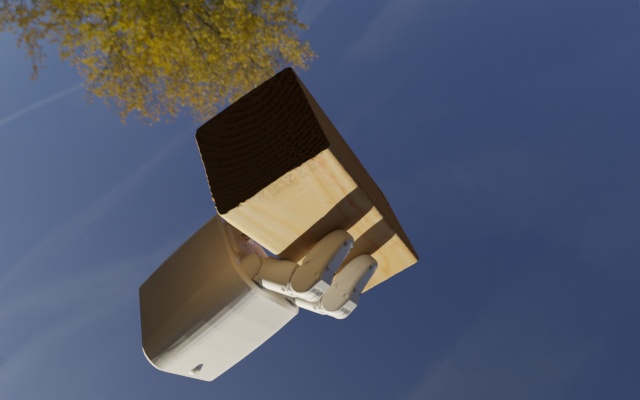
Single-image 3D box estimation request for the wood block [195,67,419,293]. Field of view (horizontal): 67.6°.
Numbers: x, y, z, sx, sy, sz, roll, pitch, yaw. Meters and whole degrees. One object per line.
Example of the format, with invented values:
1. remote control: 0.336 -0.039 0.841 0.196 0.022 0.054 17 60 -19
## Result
1. wood block: 0.000 0.001 0.408 0.090 0.090 0.206 -32 -37 9
